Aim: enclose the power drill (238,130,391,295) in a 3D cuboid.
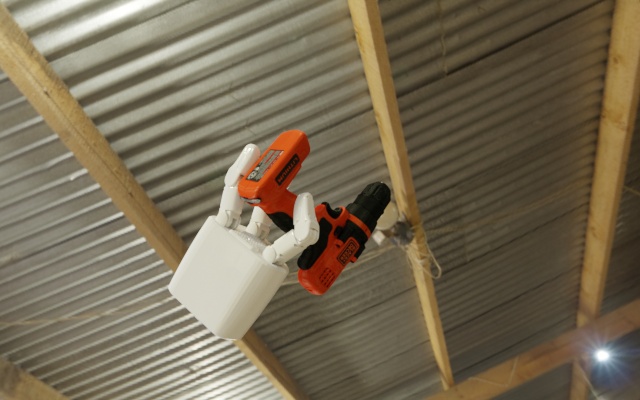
[{"bbox_3d":[0.000,0.002,0.612,0.057,0.184,0.188,7,-36,54],"label":"power drill"}]
